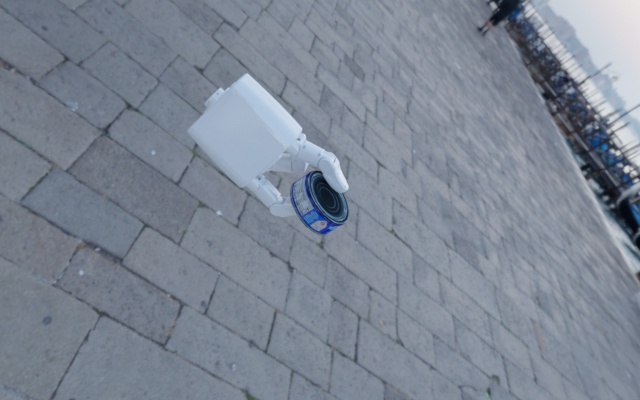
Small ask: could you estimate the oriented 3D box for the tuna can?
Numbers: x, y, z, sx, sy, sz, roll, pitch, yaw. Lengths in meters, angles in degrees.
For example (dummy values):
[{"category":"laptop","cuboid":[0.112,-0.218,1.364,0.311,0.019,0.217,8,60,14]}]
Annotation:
[{"category":"tuna can","cuboid":[0.001,0.002,0.652,0.034,0.086,0.086,-32,-17,29]}]
